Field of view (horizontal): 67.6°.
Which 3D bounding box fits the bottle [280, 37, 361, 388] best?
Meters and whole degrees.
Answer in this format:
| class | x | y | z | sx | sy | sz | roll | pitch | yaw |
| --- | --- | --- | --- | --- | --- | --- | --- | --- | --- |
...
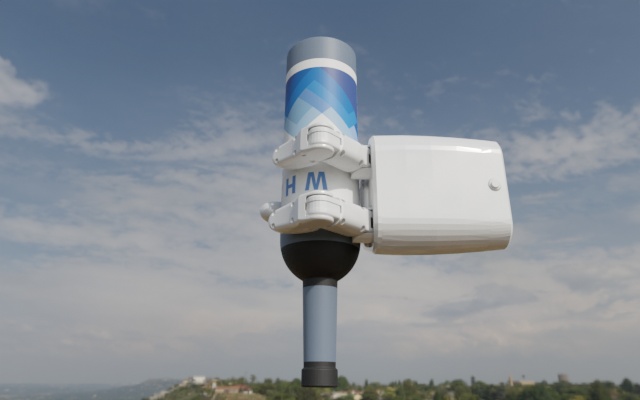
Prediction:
| class | x | y | z | sx | sy | sz | roll | pitch | yaw |
| --- | --- | --- | --- | --- | --- | --- | --- | --- | --- |
| bottle | 0.000 | 0.001 | 0.407 | 0.069 | 0.295 | 0.069 | 0 | -21 | 0 |
